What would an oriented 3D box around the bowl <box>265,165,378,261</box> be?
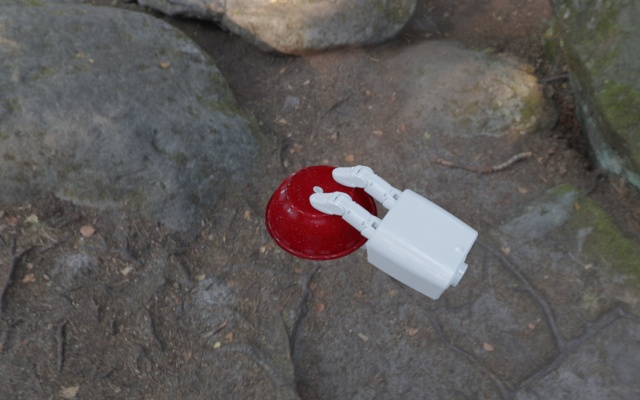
[{"bbox_3d":[-0.001,0.002,0.665,0.162,0.162,0.055,0,-40,2],"label":"bowl"}]
